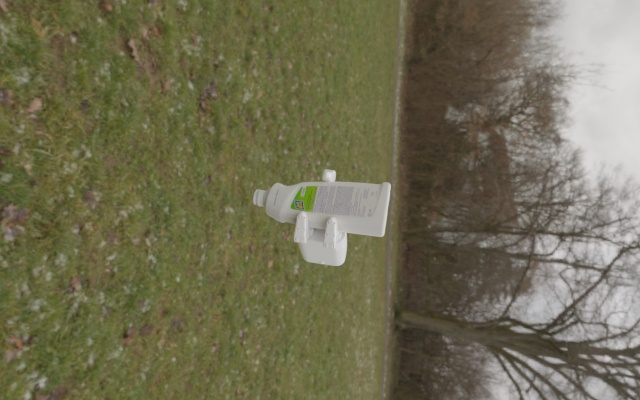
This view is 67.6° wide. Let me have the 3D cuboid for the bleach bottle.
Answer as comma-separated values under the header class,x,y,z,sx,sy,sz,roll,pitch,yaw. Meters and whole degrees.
class,x,y,z,sx,sy,sz,roll,pitch,yaw
bleach bottle,0.000,0.003,0.898,0.251,0.102,0.068,8,-31,9
